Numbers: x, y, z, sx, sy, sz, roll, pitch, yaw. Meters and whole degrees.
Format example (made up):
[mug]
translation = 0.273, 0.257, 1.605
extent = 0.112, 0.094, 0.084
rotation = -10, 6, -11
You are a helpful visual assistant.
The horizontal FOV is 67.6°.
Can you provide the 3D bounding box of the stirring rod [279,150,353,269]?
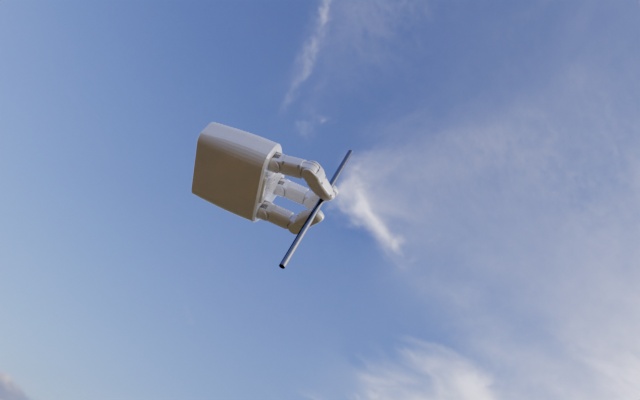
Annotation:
[stirring rod]
translation = 0.000, 0.002, 0.644
extent = 0.011, 0.011, 0.239
rotation = 0, 39, 29
